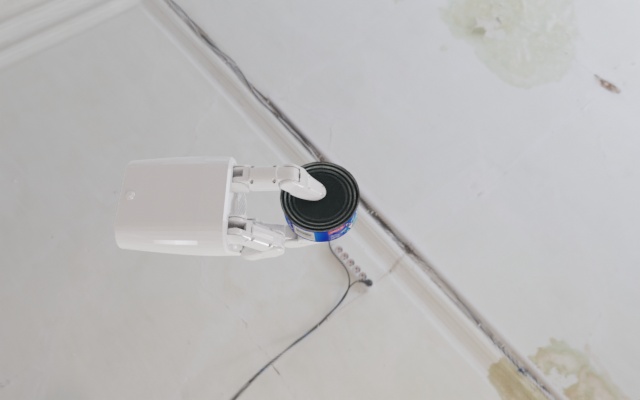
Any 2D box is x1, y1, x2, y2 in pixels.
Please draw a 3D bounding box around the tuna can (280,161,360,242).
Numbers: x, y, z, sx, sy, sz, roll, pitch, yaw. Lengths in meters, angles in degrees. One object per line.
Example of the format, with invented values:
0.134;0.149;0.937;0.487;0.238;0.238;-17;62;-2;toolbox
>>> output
0.000;0.002;0.524;0.086;0.086;0.034;0;-28;4;tuna can
